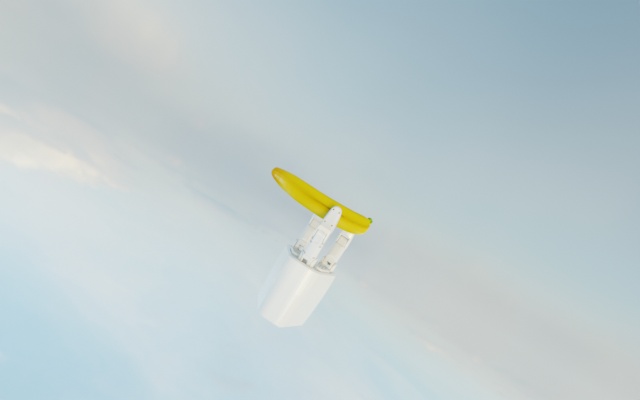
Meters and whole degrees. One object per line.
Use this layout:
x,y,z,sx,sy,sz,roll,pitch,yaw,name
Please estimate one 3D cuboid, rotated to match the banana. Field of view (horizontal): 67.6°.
0.007,0.009,0.768,0.198,0.037,0.069,30,6,-18,banana
